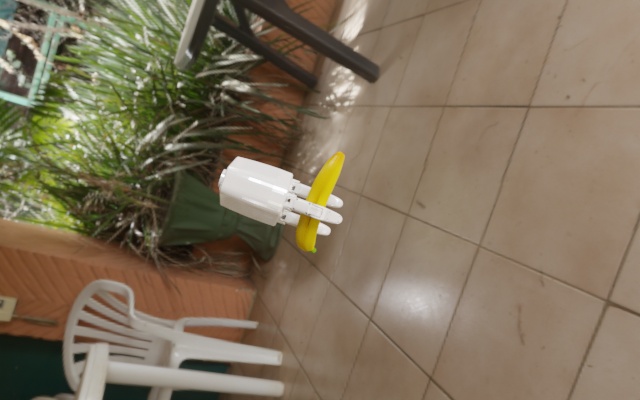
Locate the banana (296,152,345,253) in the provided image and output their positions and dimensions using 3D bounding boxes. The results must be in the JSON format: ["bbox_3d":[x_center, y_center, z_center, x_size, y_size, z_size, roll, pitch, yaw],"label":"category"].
[{"bbox_3d":[-0.007,0.010,0.819,0.037,0.198,0.069,23,21,12],"label":"banana"}]
